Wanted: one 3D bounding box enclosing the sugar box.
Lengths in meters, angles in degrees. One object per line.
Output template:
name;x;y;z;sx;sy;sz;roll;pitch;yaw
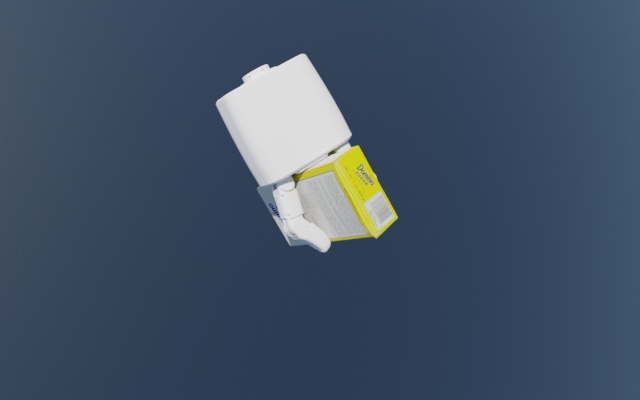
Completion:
sugar box;0.000;0.001;0.560;0.048;0.093;0.176;-36;14;-30
